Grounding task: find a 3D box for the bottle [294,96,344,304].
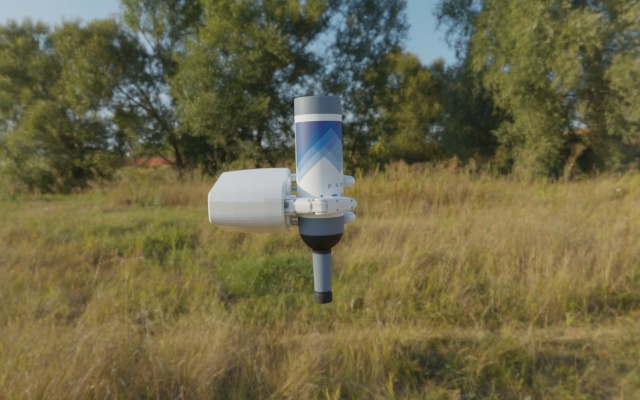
[{"bbox_3d":[0.000,0.002,0.689,0.069,0.296,0.069,-2,6,0],"label":"bottle"}]
